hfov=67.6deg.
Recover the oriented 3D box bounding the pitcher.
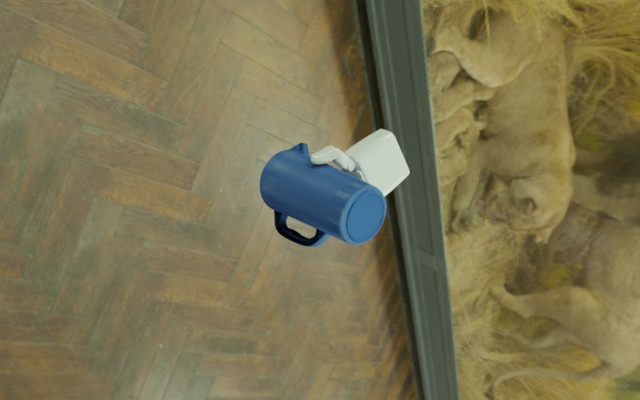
[{"bbox_3d":[0.000,0.003,0.895,0.145,0.149,0.242,-38,38,-23],"label":"pitcher"}]
